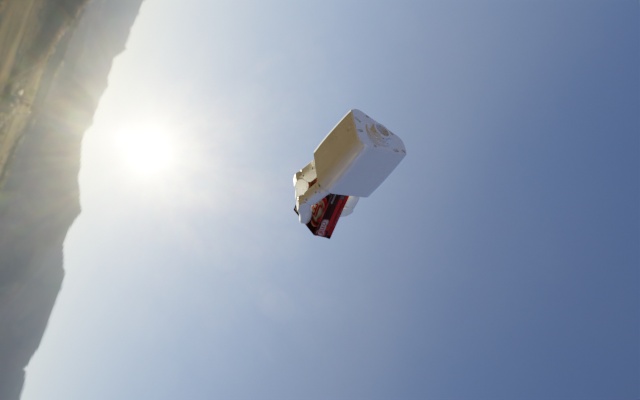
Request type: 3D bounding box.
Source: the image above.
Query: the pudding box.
[{"bbox_3d":[0.000,0.003,0.835,0.039,0.090,0.113,18,14,-26],"label":"pudding box"}]
